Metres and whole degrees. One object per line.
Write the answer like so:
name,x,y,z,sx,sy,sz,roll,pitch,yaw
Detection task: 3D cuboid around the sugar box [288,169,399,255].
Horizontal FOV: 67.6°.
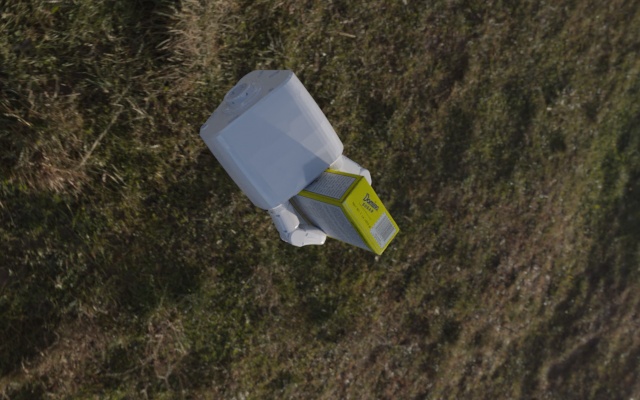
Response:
sugar box,0.000,0.001,0.567,0.176,0.048,0.093,20,-27,49
